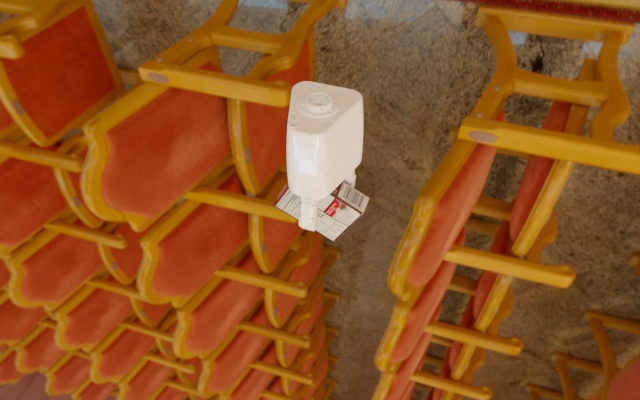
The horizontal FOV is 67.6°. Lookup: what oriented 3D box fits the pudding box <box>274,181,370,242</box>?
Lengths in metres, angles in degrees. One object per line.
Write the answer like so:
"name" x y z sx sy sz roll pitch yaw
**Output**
"pudding box" 0.000 0.002 0.703 0.113 0.039 0.090 33 -42 -8
